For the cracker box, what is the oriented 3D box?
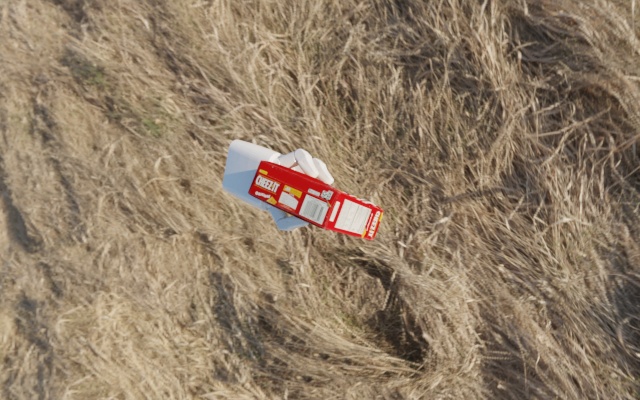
[{"bbox_3d":[0.000,0.003,0.859,0.164,0.072,0.214,23,2,28],"label":"cracker box"}]
